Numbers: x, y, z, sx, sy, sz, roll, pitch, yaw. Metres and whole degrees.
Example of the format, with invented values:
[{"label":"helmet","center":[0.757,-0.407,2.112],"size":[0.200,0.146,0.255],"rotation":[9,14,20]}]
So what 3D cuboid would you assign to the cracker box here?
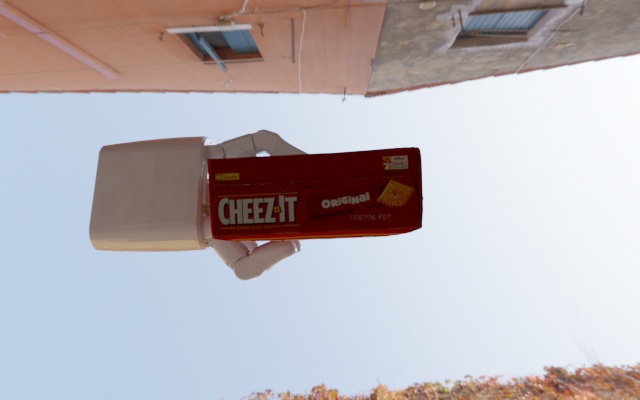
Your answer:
[{"label":"cracker box","center":[0.000,0.001,0.463],"size":[0.164,0.072,0.214],"rotation":[-3,-3,2]}]
